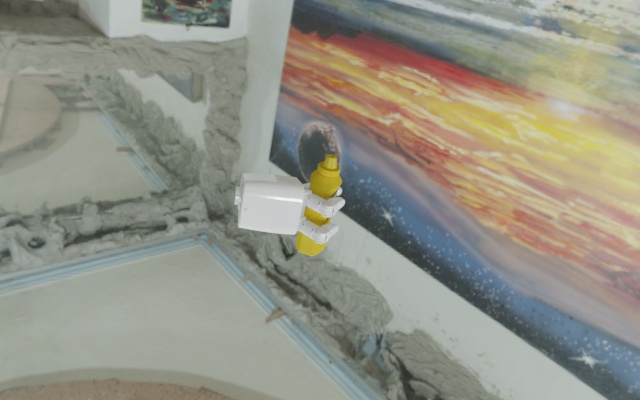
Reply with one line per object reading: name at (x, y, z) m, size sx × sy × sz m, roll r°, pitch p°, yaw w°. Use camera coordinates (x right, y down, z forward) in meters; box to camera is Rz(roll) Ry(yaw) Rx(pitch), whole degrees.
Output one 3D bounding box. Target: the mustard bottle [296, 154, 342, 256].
mustard bottle at (0.000, 0.003, 0.900) m, size 0.058 × 0.192 × 0.096 m, roll 18°, pitch 28°, yaw 9°
